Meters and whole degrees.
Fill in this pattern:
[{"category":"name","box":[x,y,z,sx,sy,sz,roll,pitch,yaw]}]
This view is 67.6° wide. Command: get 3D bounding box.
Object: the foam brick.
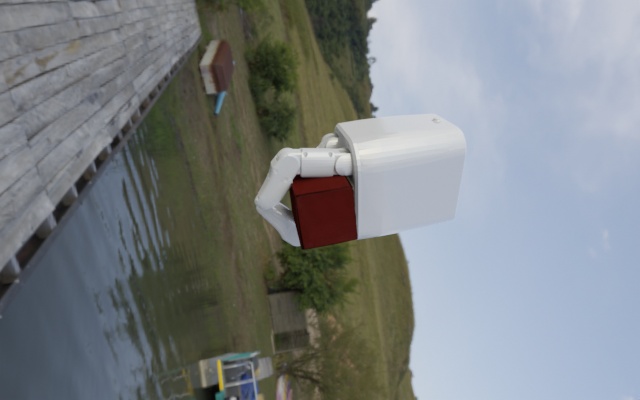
[{"category":"foam brick","box":[0.000,0.002,0.439,0.051,0.053,0.078,-9,24,-6]}]
